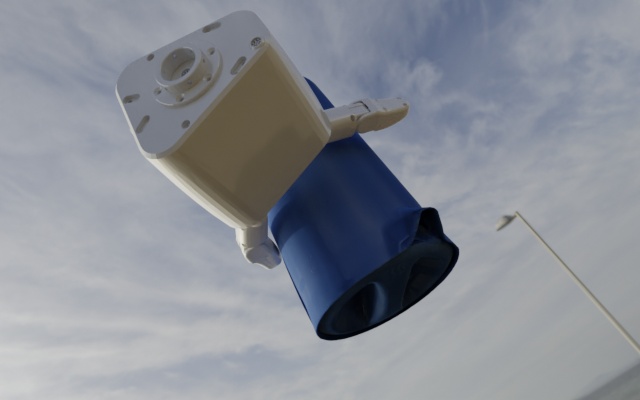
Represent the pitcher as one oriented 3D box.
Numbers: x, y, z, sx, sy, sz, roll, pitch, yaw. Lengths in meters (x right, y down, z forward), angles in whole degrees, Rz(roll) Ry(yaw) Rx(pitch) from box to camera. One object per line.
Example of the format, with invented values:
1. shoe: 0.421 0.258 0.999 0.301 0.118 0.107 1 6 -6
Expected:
1. pitcher: 0.000 0.001 0.450 0.149 0.242 0.145 -34 -32 4
